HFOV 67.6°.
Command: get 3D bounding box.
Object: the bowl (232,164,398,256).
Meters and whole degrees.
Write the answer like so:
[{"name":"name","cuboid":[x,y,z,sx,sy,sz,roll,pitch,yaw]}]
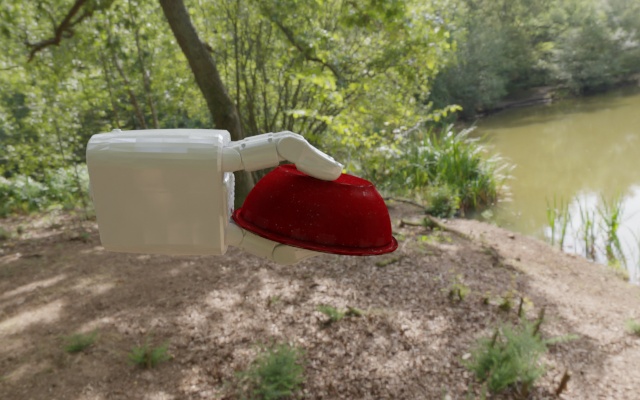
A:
[{"name":"bowl","cuboid":[0.001,0.001,0.457,0.162,0.055,0.162,11,10,-2]}]
